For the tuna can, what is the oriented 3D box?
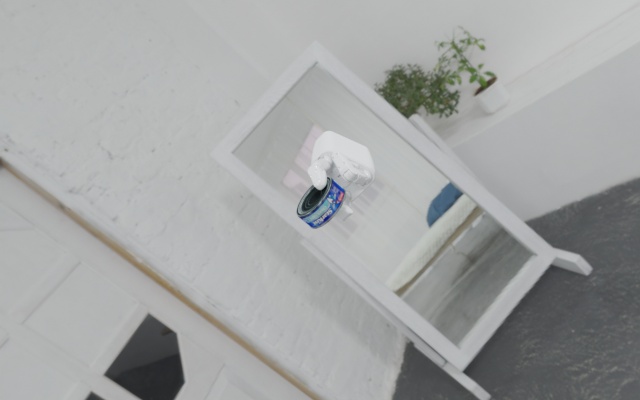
[{"bbox_3d":[0.000,0.002,0.786,0.034,0.086,0.086,40,-18,-22],"label":"tuna can"}]
